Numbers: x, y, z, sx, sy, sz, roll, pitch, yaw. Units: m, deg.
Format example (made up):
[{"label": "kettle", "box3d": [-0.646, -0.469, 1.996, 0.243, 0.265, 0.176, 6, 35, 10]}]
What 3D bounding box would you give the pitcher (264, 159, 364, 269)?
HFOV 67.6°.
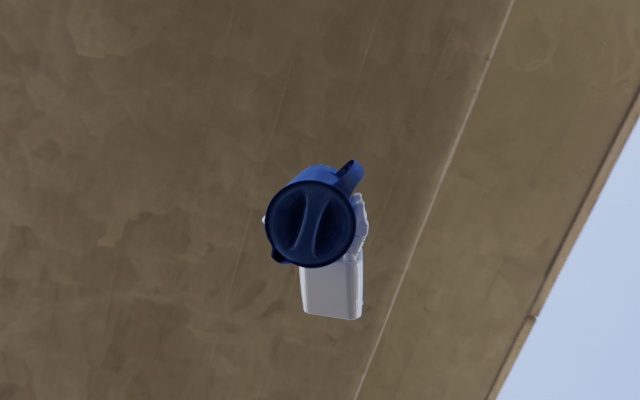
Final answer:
[{"label": "pitcher", "box3d": [0.000, 0.003, 0.795, 0.149, 0.145, 0.242, -4, 13, 5]}]
